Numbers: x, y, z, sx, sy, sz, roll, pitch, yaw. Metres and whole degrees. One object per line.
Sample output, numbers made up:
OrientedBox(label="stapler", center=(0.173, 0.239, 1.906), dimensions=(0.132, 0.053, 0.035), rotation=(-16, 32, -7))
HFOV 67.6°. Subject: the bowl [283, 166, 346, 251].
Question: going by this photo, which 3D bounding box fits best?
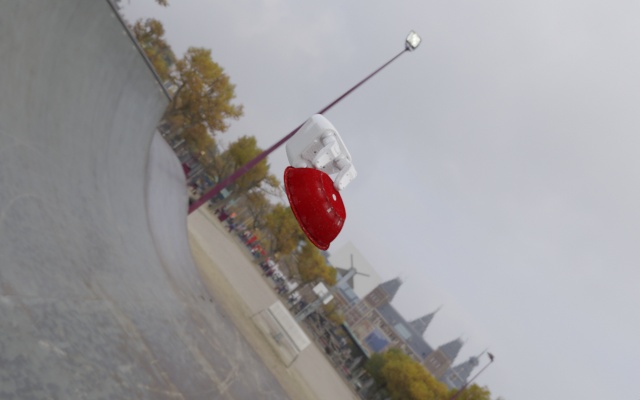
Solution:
OrientedBox(label="bowl", center=(0.001, 0.003, 0.828), dimensions=(0.055, 0.162, 0.162), rotation=(-25, -7, 16))
